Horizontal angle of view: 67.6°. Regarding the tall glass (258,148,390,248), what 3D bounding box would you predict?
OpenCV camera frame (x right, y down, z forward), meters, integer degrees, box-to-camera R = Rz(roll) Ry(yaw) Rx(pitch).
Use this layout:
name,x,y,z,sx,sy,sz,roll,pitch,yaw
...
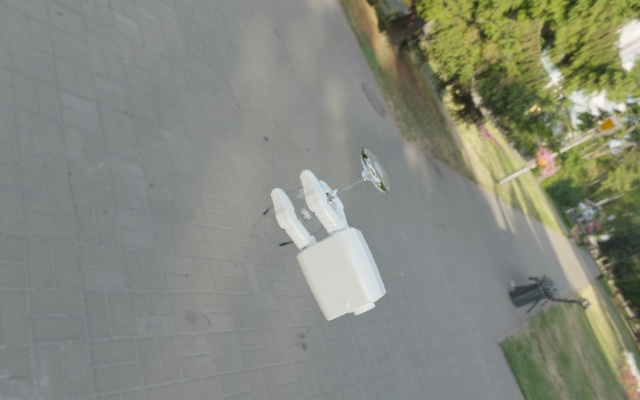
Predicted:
name,x,y,z,sx,sy,sz,roll,pitch,yaw
tall glass,0.001,0.002,0.721,0.201,0.079,0.079,-30,-13,24
